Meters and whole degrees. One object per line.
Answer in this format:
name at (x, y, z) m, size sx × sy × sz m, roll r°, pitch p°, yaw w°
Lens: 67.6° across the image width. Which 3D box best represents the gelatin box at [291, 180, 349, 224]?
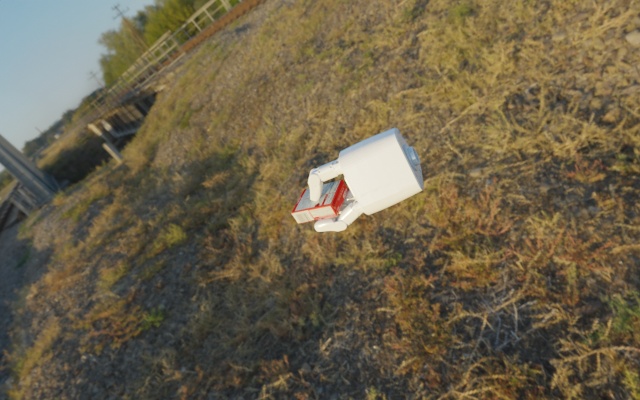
gelatin box at (0.000, 0.003, 0.869) m, size 0.089 × 0.030 × 0.073 m, roll -12°, pitch 33°, yaw 31°
